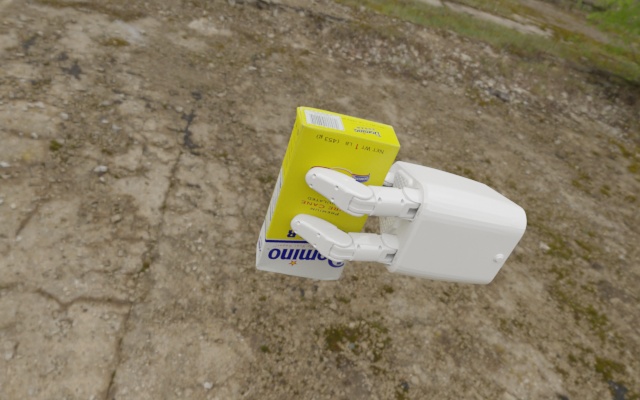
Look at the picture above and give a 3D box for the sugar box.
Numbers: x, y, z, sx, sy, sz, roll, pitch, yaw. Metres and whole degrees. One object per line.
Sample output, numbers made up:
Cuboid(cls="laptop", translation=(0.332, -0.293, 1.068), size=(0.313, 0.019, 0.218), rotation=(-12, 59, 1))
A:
Cuboid(cls="sugar box", translation=(0.000, 0.002, 0.468), size=(0.093, 0.176, 0.048), rotation=(11, 33, -13))
